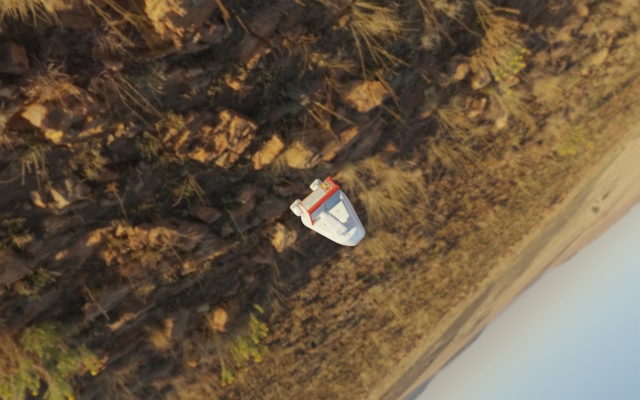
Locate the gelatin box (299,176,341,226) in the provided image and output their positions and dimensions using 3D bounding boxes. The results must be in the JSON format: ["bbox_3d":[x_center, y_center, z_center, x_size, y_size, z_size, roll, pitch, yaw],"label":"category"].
[{"bbox_3d":[0.000,0.003,0.859,0.073,0.030,0.089,-42,-15,-8],"label":"gelatin box"}]
